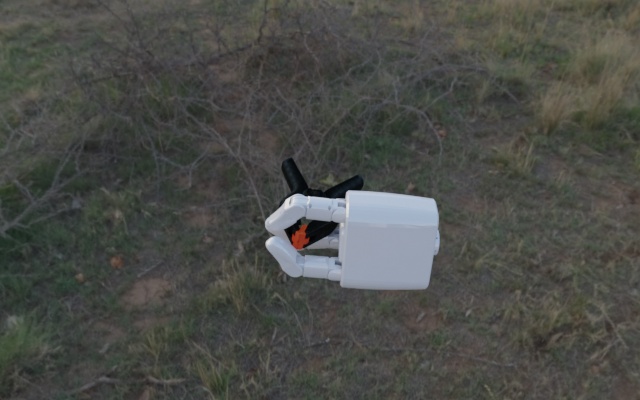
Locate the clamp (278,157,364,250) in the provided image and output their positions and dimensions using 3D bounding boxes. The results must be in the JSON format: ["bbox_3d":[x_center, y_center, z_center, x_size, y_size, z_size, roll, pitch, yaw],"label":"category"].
[{"bbox_3d":[0.000,0.002,0.636,0.120,0.039,0.171,5,40,0],"label":"clamp"}]
